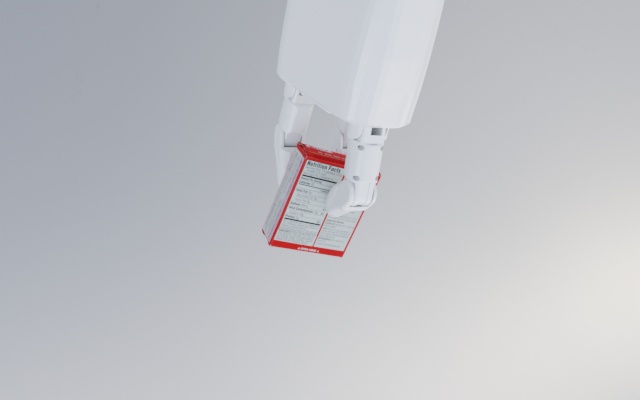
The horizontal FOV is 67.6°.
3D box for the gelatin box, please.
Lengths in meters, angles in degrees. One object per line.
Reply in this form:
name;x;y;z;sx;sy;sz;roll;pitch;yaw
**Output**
gelatin box;0.000;0.002;0.407;0.073;0.089;0.030;12;24;-28
